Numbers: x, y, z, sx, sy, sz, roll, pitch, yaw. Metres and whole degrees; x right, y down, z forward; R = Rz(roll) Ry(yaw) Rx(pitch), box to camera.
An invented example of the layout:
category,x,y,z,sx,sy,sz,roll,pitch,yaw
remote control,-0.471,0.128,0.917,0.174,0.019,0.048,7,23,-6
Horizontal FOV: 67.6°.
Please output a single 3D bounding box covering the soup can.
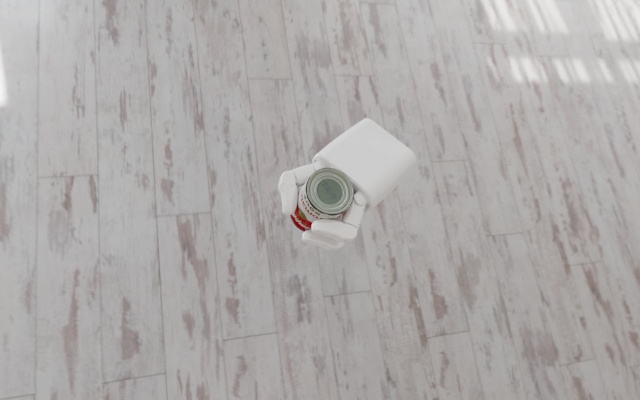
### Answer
category,x,y,z,sx,sy,sz,roll,pitch,yaw
soup can,0.000,0.002,0.668,0.068,0.068,0.102,0,-17,-16
